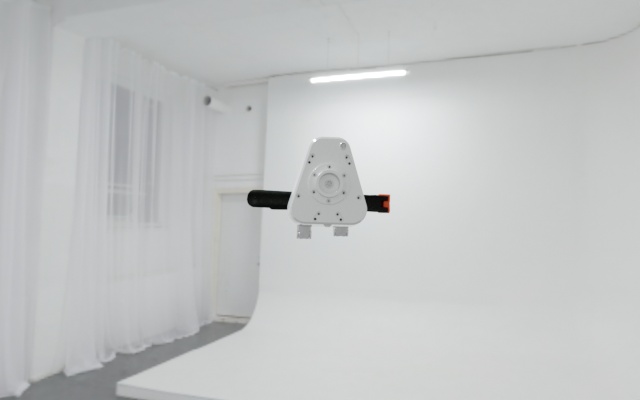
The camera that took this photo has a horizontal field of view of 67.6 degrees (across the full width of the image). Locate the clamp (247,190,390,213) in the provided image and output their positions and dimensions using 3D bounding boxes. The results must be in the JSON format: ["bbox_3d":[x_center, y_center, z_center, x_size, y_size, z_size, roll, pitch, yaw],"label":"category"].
[{"bbox_3d":[0.001,0.002,0.742,0.210,0.036,0.164,2,-1,-2],"label":"clamp"}]
